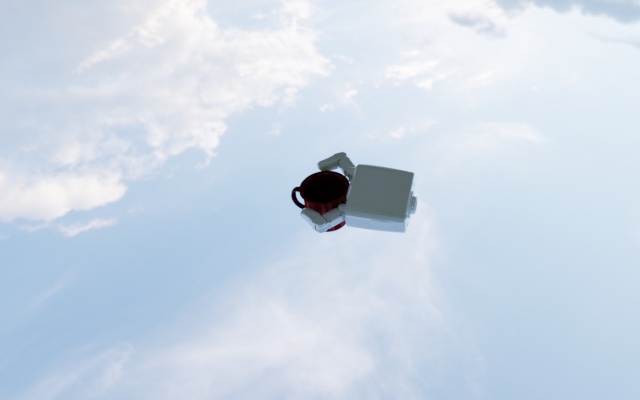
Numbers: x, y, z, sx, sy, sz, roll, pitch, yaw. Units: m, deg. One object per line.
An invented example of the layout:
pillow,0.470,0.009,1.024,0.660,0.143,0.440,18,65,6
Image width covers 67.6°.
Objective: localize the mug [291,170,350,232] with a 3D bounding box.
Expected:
mug,-0.001,0.003,0.892,0.117,0.082,0.093,8,46,17
